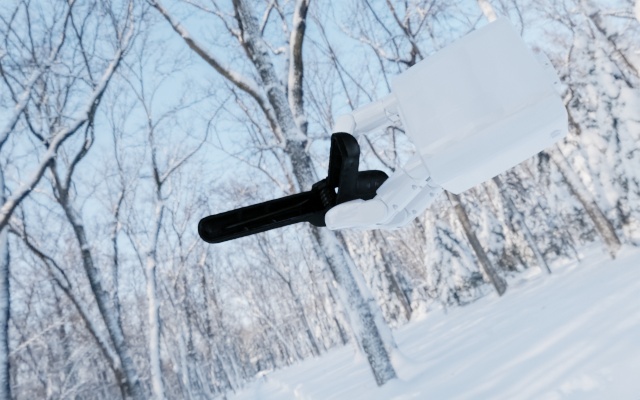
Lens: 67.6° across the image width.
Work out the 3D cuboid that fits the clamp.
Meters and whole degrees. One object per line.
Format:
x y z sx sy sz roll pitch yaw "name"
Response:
0.000 0.001 0.450 0.164 0.036 0.210 -26 -16 23 "clamp"
